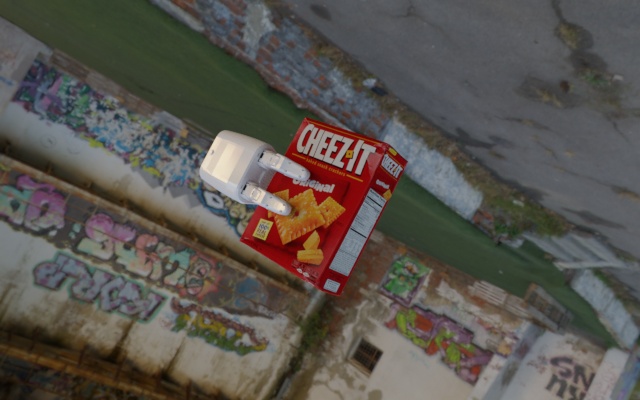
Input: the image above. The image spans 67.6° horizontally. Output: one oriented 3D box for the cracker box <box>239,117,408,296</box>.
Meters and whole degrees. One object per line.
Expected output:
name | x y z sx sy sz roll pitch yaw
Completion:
cracker box | 0.000 0.002 0.685 0.164 0.213 0.072 25 -4 38
